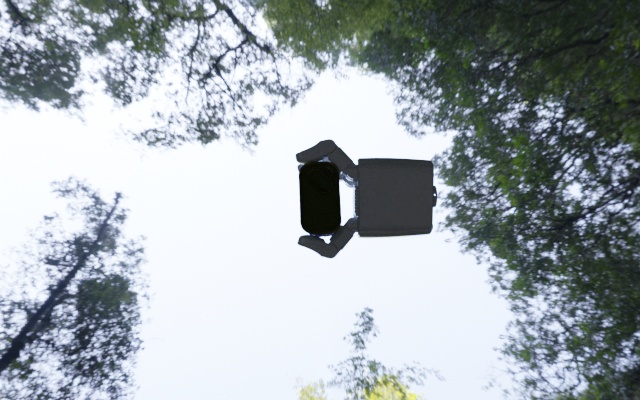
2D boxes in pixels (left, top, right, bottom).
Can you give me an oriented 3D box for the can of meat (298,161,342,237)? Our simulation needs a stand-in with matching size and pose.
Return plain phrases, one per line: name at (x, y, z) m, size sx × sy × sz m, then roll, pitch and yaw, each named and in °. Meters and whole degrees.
can of meat at (0.000, 0.002, 0.697) m, size 0.057 × 0.102 × 0.084 m, roll -3°, pitch -9°, yaw 1°
